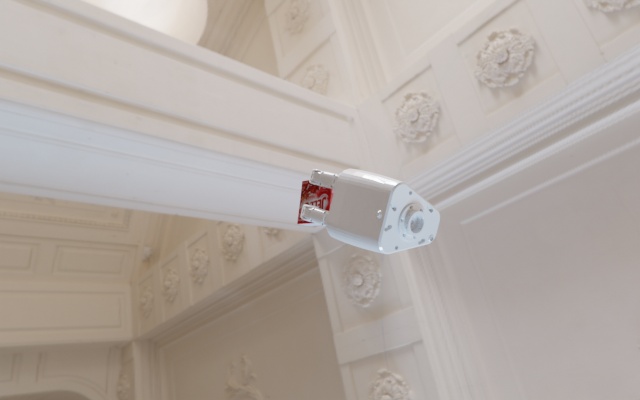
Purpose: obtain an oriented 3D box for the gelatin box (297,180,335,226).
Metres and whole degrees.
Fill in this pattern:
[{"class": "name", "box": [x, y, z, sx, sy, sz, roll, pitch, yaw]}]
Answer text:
[{"class": "gelatin box", "box": [0.000, 0.003, 0.759, 0.030, 0.073, 0.089, 12, -10, -33]}]
